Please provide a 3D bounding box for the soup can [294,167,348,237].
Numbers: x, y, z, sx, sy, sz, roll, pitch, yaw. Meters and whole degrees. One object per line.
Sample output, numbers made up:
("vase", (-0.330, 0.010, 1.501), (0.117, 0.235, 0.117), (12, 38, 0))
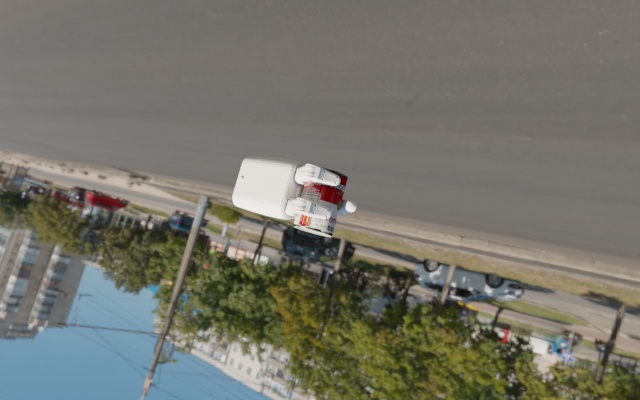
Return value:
("soup can", (0.001, 0.003, 0.786), (0.068, 0.102, 0.068), (15, -8, 2))
